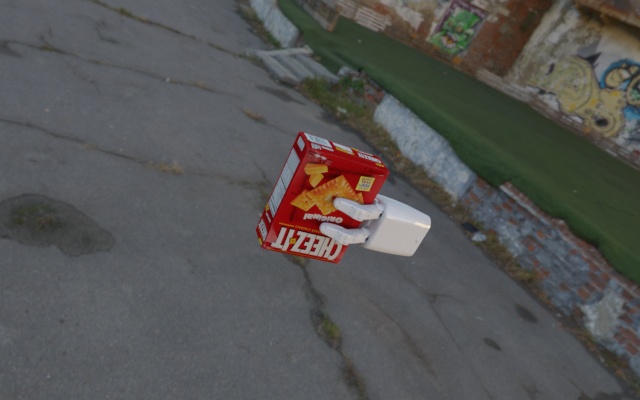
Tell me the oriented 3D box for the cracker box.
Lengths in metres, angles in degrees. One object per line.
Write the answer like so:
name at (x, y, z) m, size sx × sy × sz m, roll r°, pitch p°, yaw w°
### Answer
cracker box at (0.000, 0.003, 0.859) m, size 0.164 × 0.214 × 0.072 m, roll 15°, pitch 26°, yaw -25°
